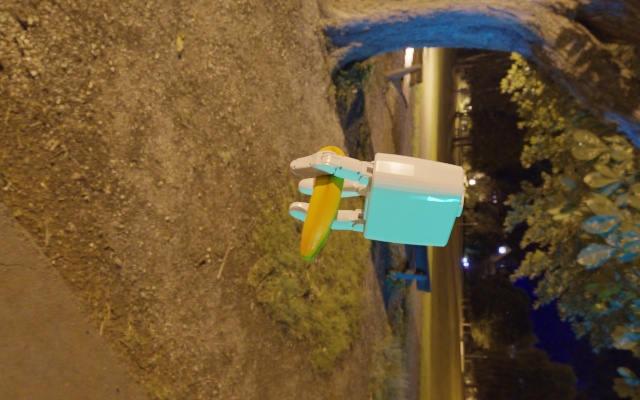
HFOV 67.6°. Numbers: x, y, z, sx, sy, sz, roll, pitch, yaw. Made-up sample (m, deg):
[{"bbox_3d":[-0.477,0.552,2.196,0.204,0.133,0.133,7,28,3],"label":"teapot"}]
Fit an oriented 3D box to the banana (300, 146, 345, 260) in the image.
[{"bbox_3d":[0.006,-0.014,0.598,0.037,0.070,0.197,18,39,-7],"label":"banana"}]
